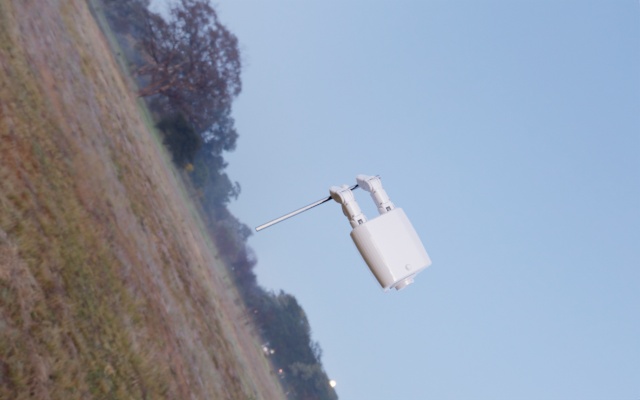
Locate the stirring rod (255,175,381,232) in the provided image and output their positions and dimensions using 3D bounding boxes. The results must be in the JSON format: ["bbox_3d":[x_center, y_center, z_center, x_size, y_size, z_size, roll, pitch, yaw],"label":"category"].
[{"bbox_3d":[0.000,0.003,0.818,0.239,0.011,0.011,-23,7,-18],"label":"stirring rod"}]
